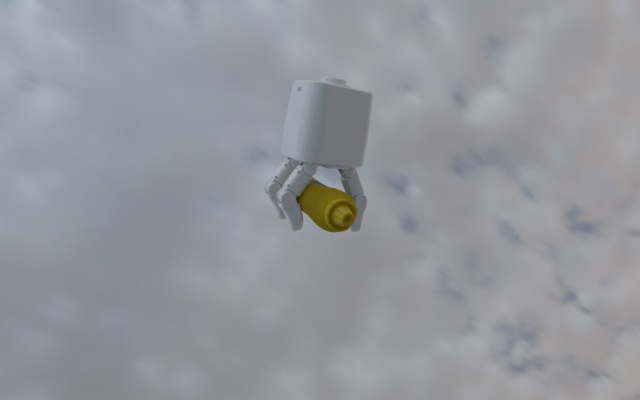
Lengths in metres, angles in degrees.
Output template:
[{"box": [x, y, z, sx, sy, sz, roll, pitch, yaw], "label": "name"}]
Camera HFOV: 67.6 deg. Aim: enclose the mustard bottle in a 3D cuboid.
[{"box": [0.000, 0.002, 0.681, 0.096, 0.058, 0.191, 32, -1, -26], "label": "mustard bottle"}]
